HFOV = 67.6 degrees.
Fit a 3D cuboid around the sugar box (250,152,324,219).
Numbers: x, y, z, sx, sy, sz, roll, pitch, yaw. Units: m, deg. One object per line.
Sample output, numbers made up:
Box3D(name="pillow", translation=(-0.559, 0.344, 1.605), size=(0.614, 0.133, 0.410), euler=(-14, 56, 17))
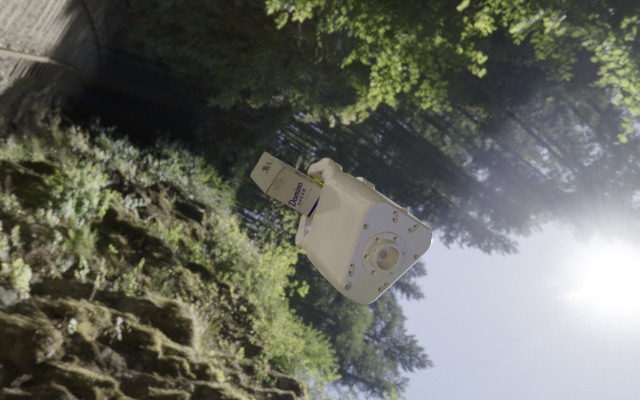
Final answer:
Box3D(name="sugar box", translation=(0.001, 0.002, 0.625), size=(0.176, 0.048, 0.093), euler=(32, 4, -26))
